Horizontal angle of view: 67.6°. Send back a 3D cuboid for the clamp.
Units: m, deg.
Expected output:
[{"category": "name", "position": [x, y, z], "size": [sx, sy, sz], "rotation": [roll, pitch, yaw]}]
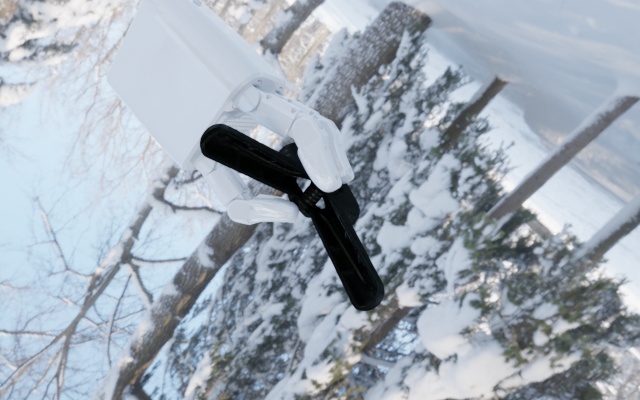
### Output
[{"category": "clamp", "position": [-0.001, 0.002, 0.404], "size": [0.036, 0.164, 0.210], "rotation": [-42, -3, 14]}]
